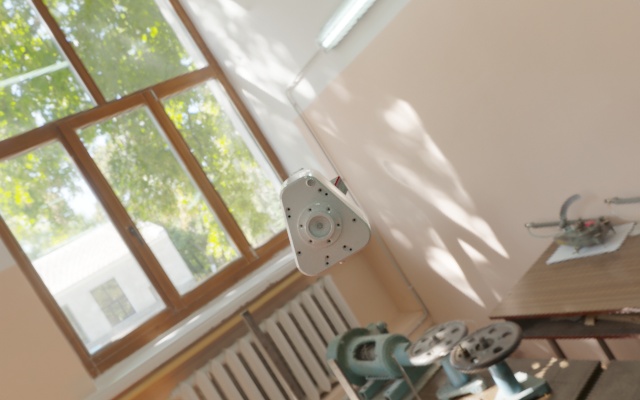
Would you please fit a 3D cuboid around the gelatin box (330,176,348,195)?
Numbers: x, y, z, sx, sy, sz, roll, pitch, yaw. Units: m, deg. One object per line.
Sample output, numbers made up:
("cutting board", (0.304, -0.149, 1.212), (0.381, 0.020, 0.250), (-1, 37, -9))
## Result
("gelatin box", (0.000, 0.002, 0.705), (0.073, 0.030, 0.089), (-30, 11, 16))
